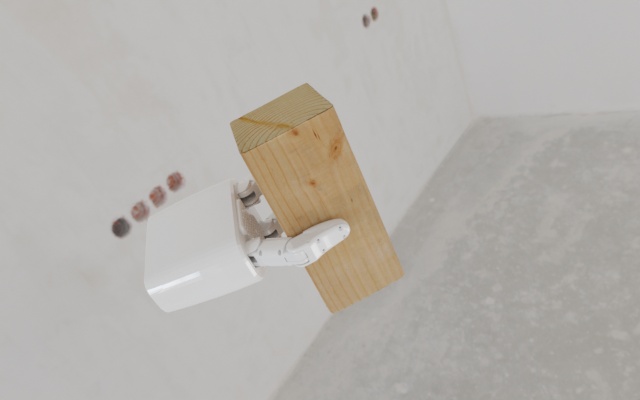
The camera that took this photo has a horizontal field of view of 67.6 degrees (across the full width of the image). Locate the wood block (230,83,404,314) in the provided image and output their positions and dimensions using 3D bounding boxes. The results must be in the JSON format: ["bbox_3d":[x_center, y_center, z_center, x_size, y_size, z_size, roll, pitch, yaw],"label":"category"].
[{"bbox_3d":[0.000,0.002,0.485,0.090,0.206,0.090,-28,31,-2],"label":"wood block"}]
